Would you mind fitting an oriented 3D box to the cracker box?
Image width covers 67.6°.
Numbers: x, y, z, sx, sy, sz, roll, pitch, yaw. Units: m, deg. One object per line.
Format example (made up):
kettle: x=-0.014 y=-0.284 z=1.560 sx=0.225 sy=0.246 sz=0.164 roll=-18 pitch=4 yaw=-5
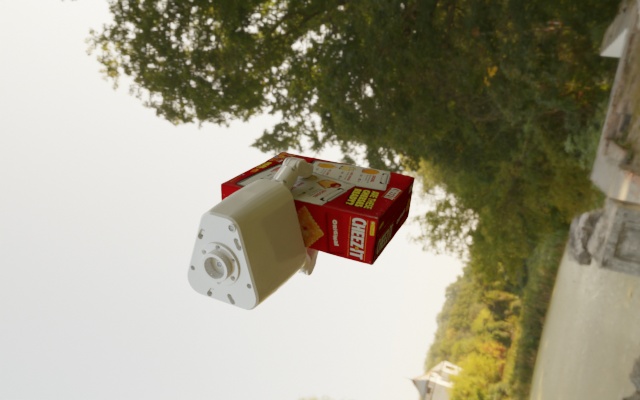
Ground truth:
cracker box: x=0.000 y=0.002 z=0.646 sx=0.213 sy=0.072 sz=0.164 roll=13 pitch=25 yaw=22
